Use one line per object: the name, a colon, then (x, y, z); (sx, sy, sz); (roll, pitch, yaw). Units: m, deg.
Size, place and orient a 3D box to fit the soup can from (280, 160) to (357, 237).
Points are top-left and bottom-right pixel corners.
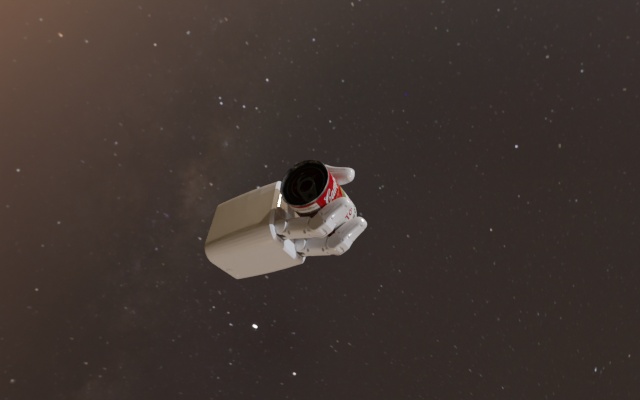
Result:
soup can: (0.001, 0.002, 0.633); (0.068, 0.068, 0.102); (0, -29, 29)
